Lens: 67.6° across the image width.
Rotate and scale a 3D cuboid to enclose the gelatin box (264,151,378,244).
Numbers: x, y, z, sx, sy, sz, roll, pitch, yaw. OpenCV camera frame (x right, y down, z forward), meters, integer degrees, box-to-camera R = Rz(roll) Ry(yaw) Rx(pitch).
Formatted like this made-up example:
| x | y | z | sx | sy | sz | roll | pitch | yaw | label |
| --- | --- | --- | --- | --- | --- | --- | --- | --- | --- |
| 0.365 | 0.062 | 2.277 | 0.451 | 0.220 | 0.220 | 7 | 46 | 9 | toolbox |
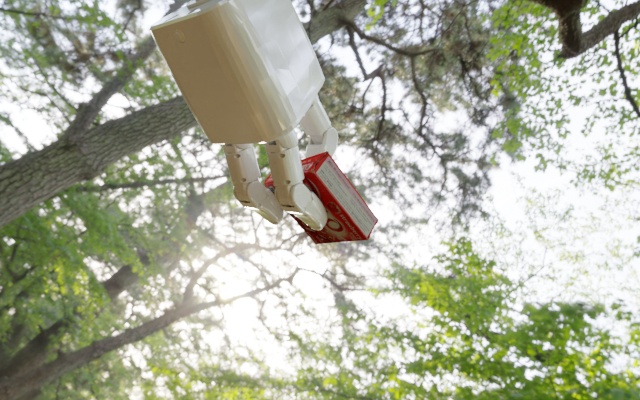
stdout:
| x | y | z | sx | sy | sz | roll | pitch | yaw | label |
| --- | --- | --- | --- | --- | --- | --- | --- | --- | --- |
| 0.000 | 0.001 | 0.451 | 0.073 | 0.089 | 0.030 | -11 | 37 | 48 | gelatin box |
